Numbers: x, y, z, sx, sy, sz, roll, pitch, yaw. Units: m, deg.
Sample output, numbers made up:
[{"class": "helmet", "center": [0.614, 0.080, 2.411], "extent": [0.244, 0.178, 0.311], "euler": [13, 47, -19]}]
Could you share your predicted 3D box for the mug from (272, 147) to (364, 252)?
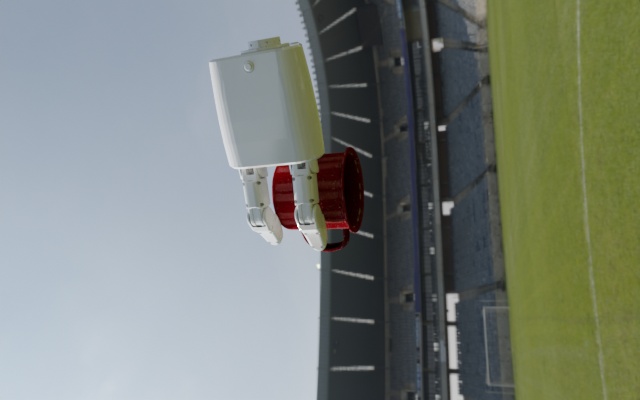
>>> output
[{"class": "mug", "center": [0.000, 0.003, 0.531], "extent": [0.081, 0.117, 0.093], "euler": [-3, 20, 18]}]
